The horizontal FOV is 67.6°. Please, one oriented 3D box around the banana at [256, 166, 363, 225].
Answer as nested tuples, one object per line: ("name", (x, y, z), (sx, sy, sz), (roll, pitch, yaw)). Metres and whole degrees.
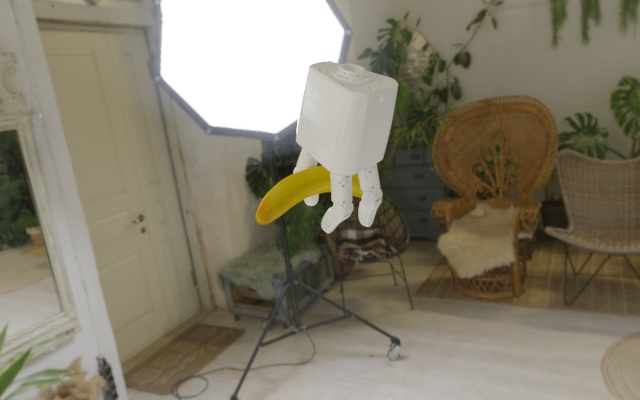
("banana", (-0.004, -0.014, 0.648), (0.198, 0.069, 0.037), (-8, -27, -32))
